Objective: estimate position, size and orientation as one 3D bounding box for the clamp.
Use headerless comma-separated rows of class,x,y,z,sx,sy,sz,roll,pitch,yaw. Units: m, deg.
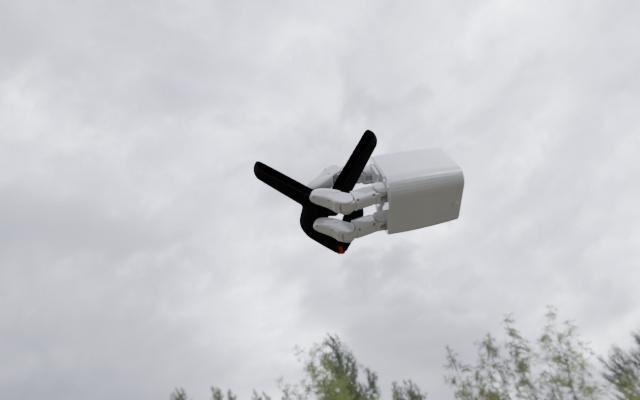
clamp,0.000,0.002,0.676,0.164,0.210,0.036,-10,43,-4
